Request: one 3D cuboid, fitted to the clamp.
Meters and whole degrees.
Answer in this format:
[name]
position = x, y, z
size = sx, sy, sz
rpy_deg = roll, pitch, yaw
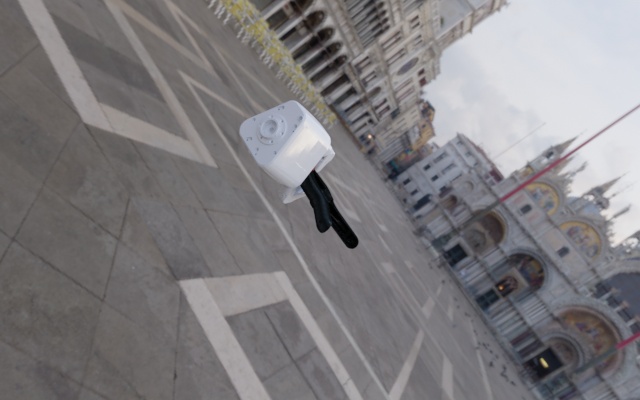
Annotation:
[clamp]
position = 0.001, 0.002, 0.811
size = 0.039, 0.171, 0.120
rpy_deg = -36, -24, 8
